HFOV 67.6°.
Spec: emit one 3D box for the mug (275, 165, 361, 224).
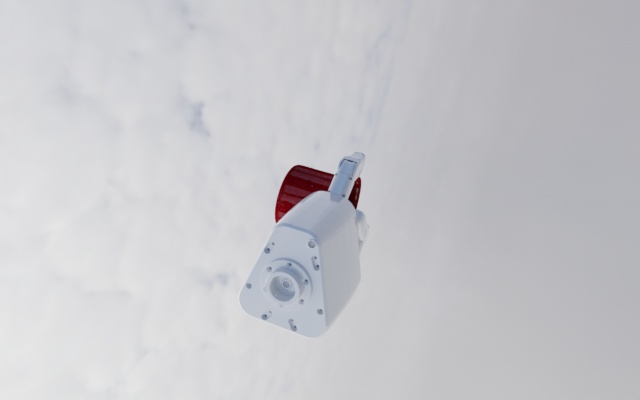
[{"bbox_3d":[0.000,0.001,0.588,0.081,0.093,0.117,17,20,13],"label":"mug"}]
